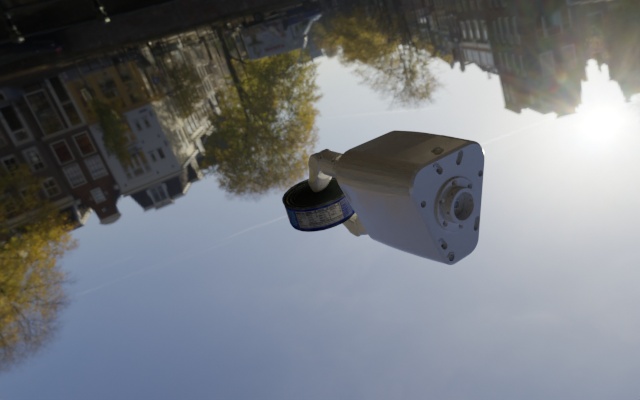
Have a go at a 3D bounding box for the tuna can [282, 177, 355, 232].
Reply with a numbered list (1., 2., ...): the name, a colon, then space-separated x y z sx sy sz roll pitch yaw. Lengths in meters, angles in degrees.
1. tuna can: 0.000 0.002 0.565 0.086 0.034 0.086 -14 24 6
